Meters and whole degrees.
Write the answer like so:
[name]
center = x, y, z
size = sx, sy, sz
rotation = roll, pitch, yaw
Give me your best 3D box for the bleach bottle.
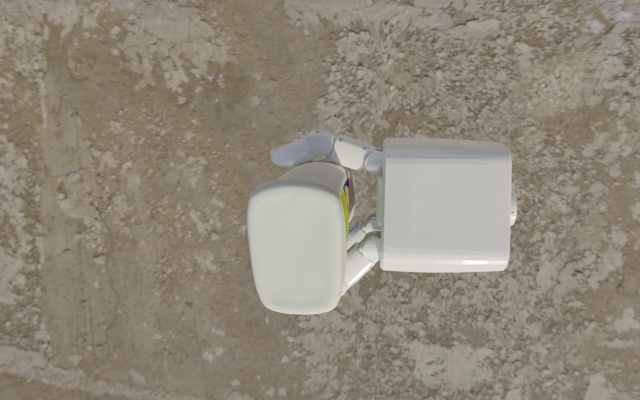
[bleach bottle]
center = 0.000, 0.002, 0.443
size = 0.068, 0.102, 0.250
rotation = 0, 17, 8
